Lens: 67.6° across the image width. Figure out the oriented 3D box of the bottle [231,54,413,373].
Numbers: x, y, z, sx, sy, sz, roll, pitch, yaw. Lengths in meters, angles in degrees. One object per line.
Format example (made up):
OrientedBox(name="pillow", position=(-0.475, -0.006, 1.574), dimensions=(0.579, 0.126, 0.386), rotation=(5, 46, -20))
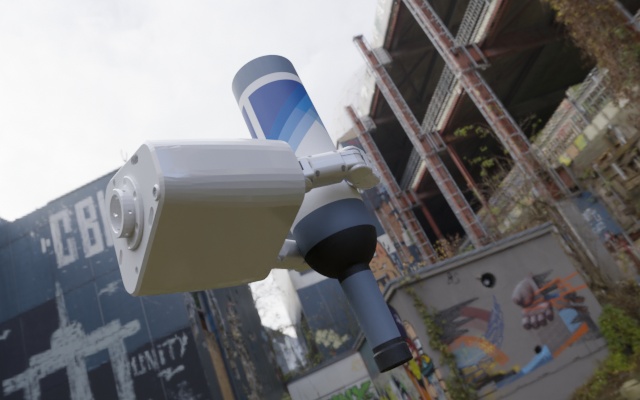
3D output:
OrientedBox(name="bottle", position=(0.000, 0.001, 0.415), dimensions=(0.069, 0.295, 0.069), rotation=(-21, -25, -10))
